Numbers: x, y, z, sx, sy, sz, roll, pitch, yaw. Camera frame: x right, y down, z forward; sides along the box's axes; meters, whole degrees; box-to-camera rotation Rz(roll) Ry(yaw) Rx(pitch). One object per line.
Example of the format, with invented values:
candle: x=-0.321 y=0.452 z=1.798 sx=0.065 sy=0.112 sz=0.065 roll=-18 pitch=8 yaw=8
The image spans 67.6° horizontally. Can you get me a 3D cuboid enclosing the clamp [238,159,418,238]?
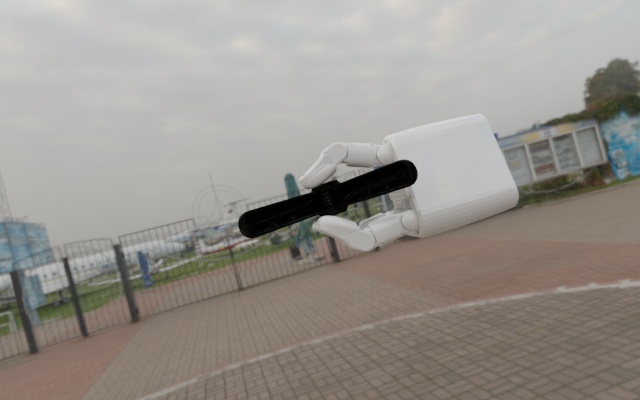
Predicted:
clamp: x=0.000 y=0.001 z=0.506 sx=0.164 sy=0.036 sz=0.210 roll=-17 pitch=-1 yaw=-5
